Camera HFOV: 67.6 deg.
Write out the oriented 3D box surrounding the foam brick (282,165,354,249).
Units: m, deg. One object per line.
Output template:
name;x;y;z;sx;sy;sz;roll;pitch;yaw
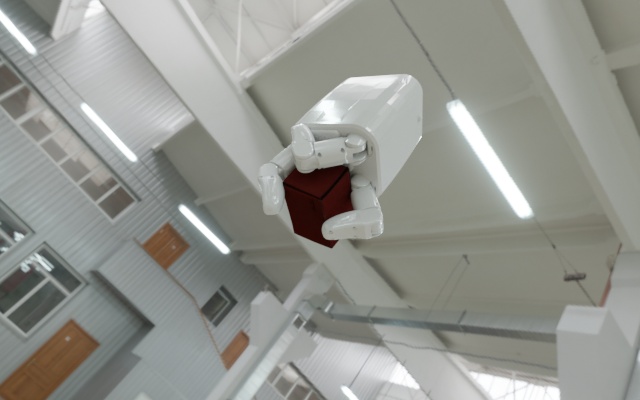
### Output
foam brick;0.000;0.002;0.501;0.053;0.078;0.051;22;54;28
